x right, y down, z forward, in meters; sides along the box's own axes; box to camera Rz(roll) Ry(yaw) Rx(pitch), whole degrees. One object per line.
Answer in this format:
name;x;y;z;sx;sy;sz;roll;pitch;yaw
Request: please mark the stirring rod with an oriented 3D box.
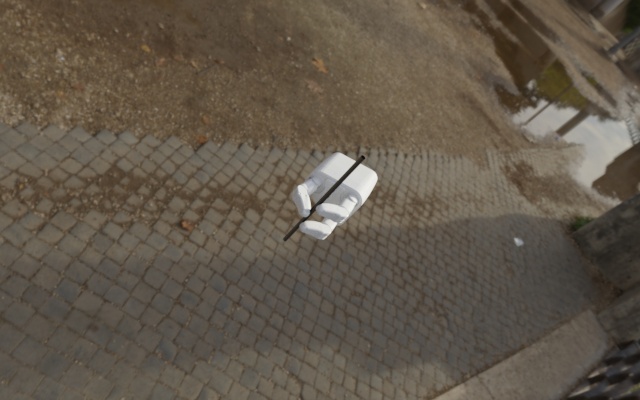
stirring rod;0.000;0.003;0.810;0.011;0.011;0.240;0;-35;-42
